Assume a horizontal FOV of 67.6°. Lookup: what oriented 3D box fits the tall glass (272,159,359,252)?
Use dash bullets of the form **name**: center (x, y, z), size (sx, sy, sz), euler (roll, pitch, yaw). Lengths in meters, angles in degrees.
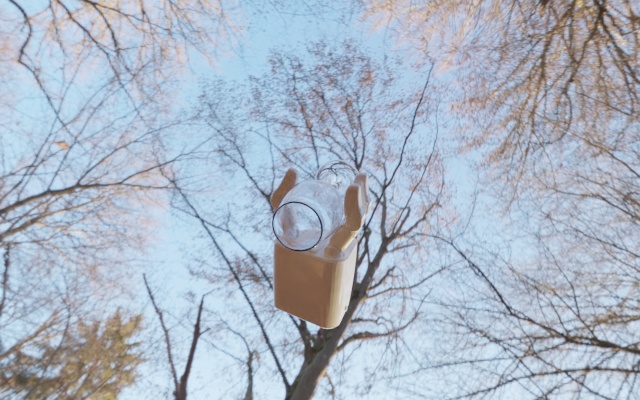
- **tall glass**: center (0.000, 0.002, 0.640), size (0.079, 0.079, 0.201), euler (0, 16, 17)
